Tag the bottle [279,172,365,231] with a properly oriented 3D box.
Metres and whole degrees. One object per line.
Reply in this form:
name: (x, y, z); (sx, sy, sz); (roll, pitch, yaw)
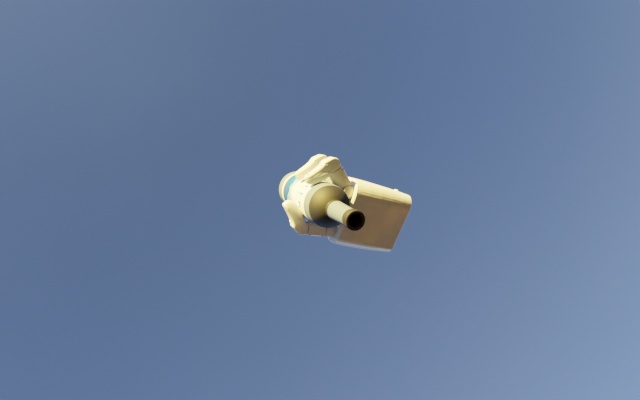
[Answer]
bottle: (0.000, 0.002, 0.753); (0.069, 0.069, 0.295); (0, 9, -18)
